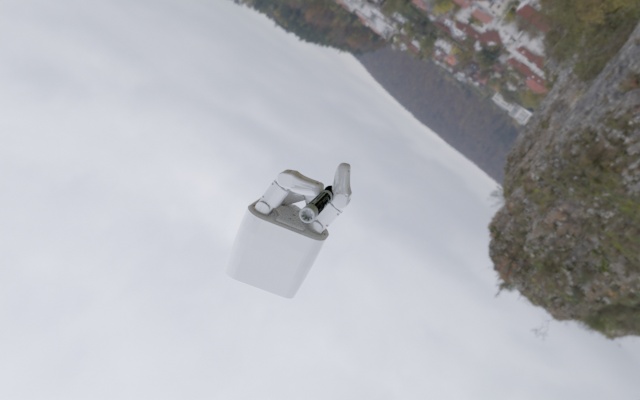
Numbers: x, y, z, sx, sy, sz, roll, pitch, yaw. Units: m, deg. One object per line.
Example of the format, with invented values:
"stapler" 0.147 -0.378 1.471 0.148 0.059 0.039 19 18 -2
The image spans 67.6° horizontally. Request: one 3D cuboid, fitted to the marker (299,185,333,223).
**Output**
"marker" 0.000 0.002 0.591 0.020 0.020 0.121 0 14 15
